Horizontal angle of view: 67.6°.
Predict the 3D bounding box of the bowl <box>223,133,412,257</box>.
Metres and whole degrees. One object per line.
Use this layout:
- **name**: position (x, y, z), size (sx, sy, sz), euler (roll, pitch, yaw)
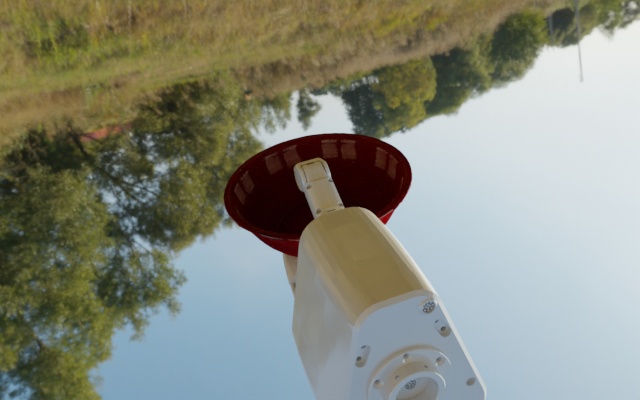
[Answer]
- **bowl**: position (0.000, 0.001, 0.424), size (0.162, 0.055, 0.162), euler (-6, 36, 5)
